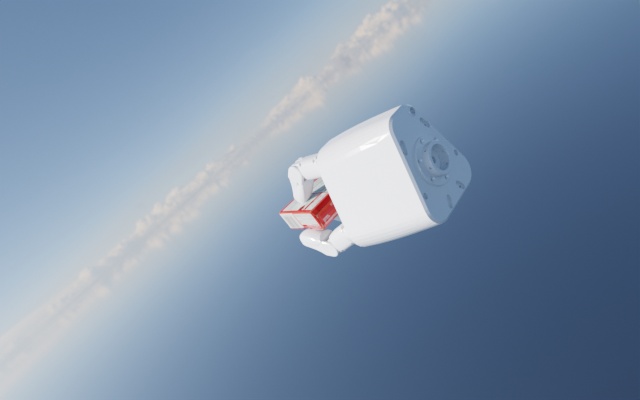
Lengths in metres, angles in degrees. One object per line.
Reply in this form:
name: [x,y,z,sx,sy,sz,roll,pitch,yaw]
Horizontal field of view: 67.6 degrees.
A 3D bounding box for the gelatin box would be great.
gelatin box: [0.000,0.002,0.581,0.073,0.030,0.089,-44,18,-24]
